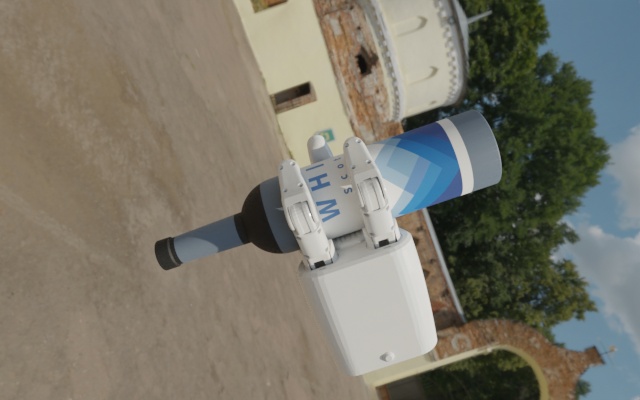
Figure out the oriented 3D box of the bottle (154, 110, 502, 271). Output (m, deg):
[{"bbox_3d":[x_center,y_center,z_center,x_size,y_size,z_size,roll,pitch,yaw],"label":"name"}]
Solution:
[{"bbox_3d":[0.000,0.001,0.412,0.296,0.069,0.069,-19,-1,2],"label":"bottle"}]
